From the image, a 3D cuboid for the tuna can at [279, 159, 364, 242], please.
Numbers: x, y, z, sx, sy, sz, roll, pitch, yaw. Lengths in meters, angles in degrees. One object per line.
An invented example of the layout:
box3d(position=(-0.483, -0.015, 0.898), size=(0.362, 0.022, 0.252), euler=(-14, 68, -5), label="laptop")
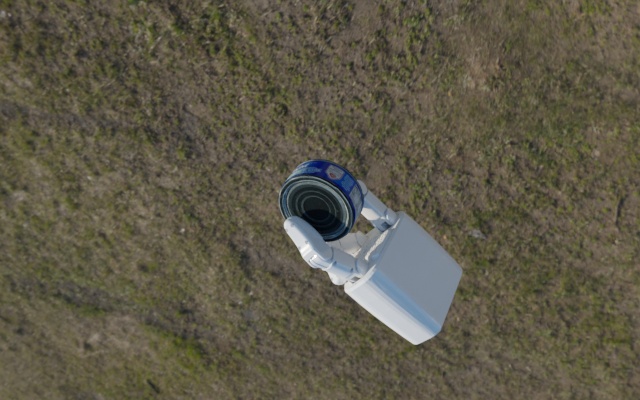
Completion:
box3d(position=(0.000, 0.002, 0.501), size=(0.086, 0.086, 0.033), euler=(0, 33, 26), label="tuna can")
